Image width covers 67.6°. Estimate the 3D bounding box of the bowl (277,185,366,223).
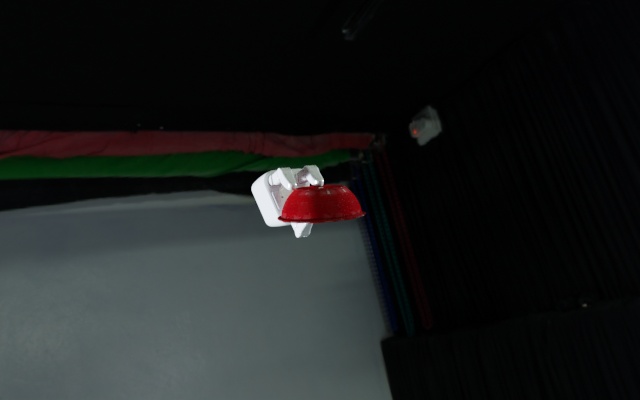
[{"bbox_3d":[0.001,0.002,0.869,0.162,0.055,0.162,-3,6,0],"label":"bowl"}]
